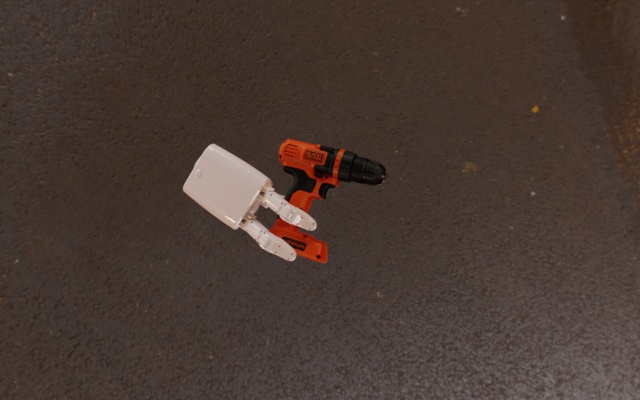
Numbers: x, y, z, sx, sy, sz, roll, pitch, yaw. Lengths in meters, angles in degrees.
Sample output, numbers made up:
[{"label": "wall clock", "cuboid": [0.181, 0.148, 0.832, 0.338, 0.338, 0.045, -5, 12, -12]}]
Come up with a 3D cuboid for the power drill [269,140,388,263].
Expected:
[{"label": "power drill", "cuboid": [0.000, 0.003, 0.782, 0.184, 0.187, 0.057, 15, -8, 16]}]
